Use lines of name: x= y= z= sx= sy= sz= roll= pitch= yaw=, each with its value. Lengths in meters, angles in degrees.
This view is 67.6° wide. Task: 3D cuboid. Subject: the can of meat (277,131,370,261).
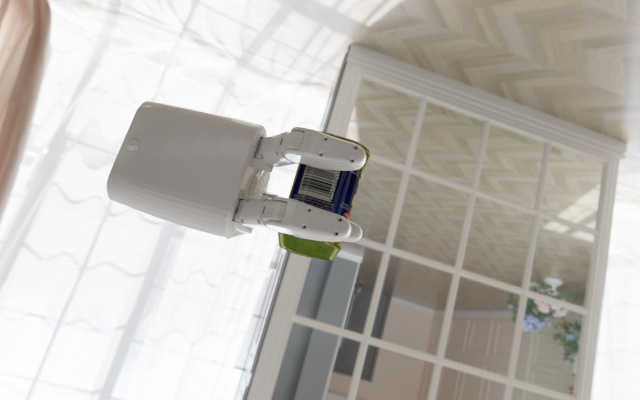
can of meat: x=0.000 y=0.002 z=0.406 sx=0.057 sy=0.084 sz=0.102 roll=16 pitch=-15 yaw=1
